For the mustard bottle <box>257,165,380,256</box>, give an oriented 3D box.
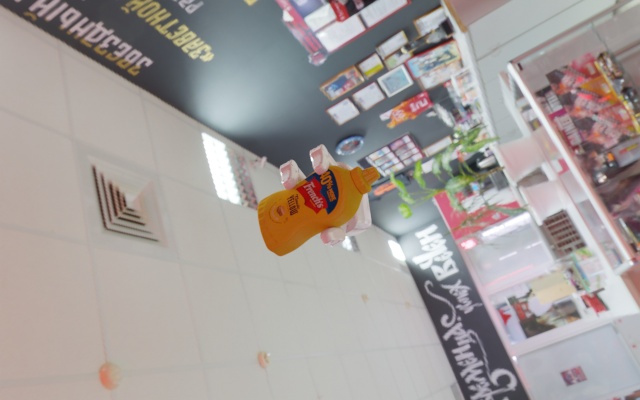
[{"bbox_3d":[0.000,0.002,0.704,0.191,0.096,0.058,-28,-39,17],"label":"mustard bottle"}]
